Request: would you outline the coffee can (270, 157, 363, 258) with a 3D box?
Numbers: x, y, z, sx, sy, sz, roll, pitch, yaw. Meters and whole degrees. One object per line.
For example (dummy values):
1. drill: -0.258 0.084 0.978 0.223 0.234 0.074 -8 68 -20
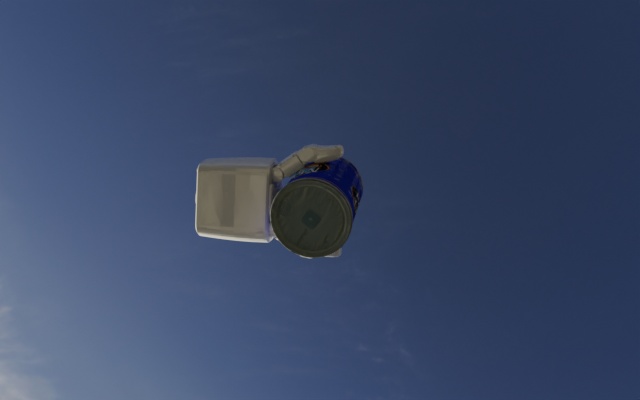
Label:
1. coffee can: 0.000 0.002 0.645 0.103 0.103 0.140 0 18 11
